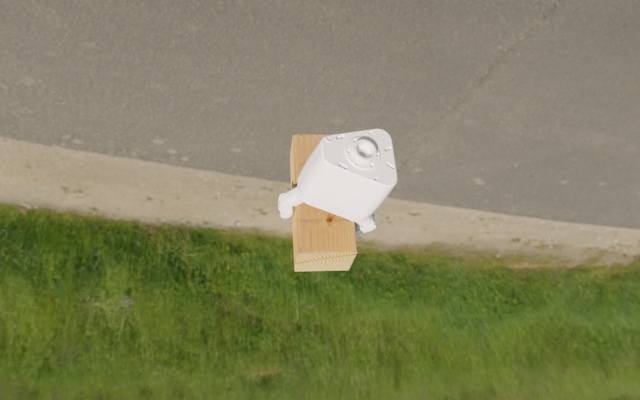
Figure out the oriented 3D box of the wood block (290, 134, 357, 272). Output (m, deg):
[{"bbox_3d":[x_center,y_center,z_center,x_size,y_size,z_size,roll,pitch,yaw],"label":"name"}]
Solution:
[{"bbox_3d":[0.000,0.002,0.778,0.091,0.206,0.090,0,-26,-7],"label":"wood block"}]
